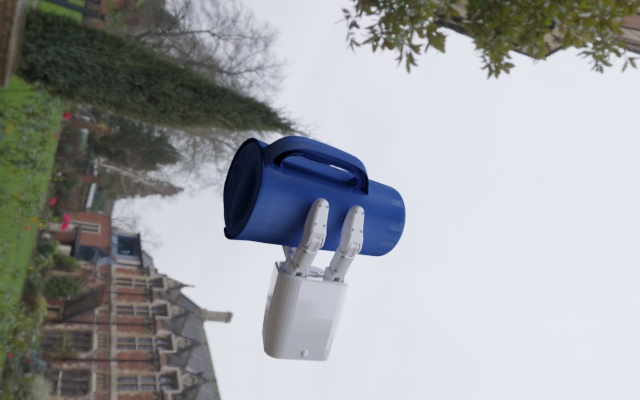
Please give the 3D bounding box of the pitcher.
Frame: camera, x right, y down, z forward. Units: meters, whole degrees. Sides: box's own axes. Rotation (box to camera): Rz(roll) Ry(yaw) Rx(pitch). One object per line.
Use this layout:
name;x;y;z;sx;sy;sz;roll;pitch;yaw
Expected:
pitcher;0.000;0.002;0.651;0.243;0.145;0.149;13;2;-29
